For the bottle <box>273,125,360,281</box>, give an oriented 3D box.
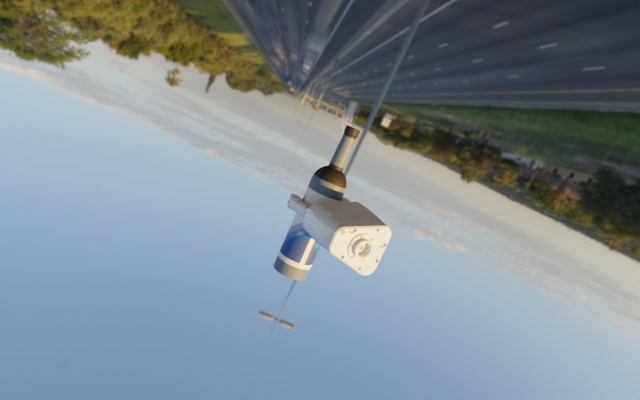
[{"bbox_3d":[0.000,0.003,0.878,0.069,0.296,0.069,23,10,-4],"label":"bottle"}]
